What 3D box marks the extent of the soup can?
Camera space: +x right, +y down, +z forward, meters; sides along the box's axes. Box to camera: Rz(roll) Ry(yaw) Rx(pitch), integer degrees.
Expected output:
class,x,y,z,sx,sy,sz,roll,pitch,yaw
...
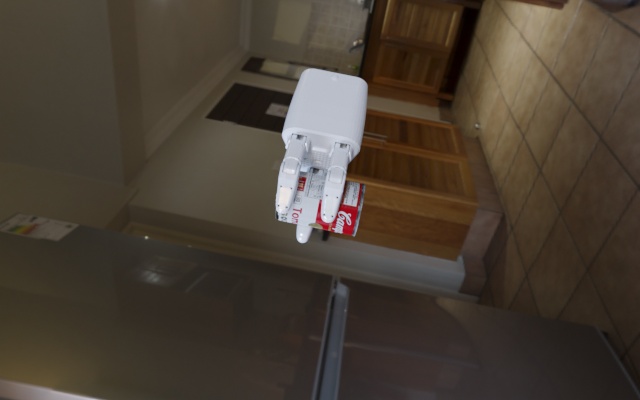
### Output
class,x,y,z,sx,sy,sz,roll,pitch,yaw
soup can,0.000,0.002,0.605,0.102,0.068,0.068,12,0,1
